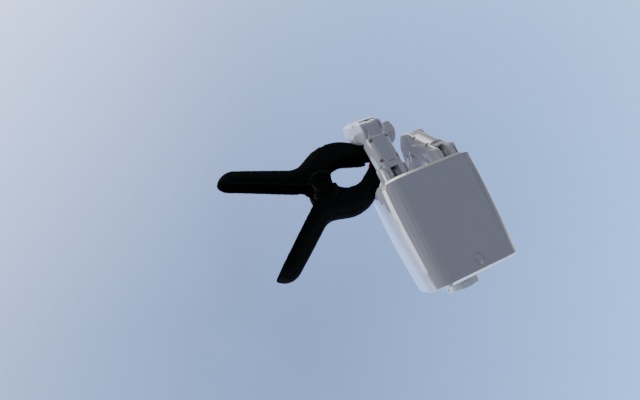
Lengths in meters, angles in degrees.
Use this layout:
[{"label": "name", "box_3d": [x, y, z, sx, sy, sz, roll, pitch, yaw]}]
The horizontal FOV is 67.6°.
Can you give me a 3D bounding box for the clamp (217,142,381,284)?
[{"label": "clamp", "box_3d": [0.000, 0.002, 0.462, 0.171, 0.120, 0.039, -22, -12, -15]}]
